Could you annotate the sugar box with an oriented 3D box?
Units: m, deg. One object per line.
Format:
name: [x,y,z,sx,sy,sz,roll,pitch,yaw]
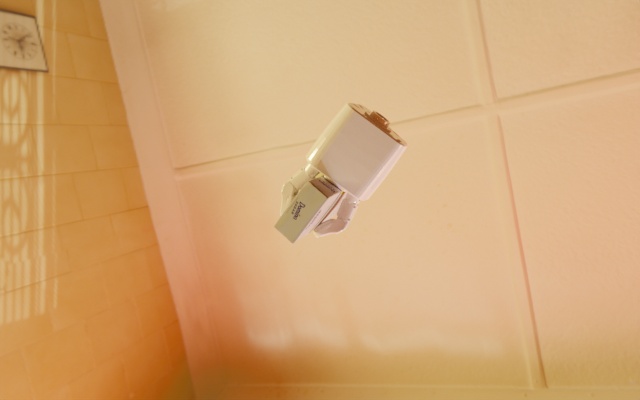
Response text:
sugar box: [0.000,0.002,0.758,0.048,0.093,0.176,42,20,11]
